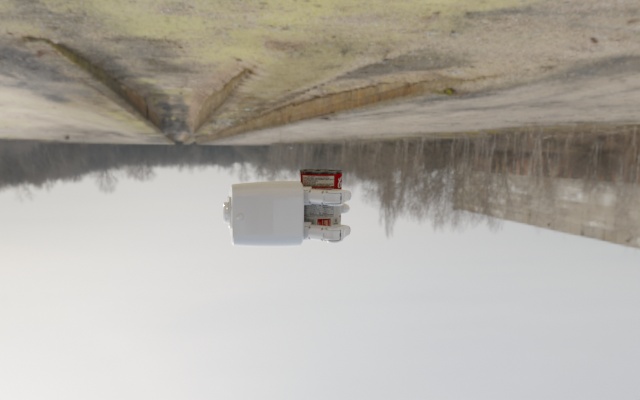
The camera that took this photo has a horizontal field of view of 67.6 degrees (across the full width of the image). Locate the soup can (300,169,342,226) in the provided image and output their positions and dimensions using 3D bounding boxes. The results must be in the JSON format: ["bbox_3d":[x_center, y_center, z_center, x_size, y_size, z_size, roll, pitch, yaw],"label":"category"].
[{"bbox_3d":[0.001,0.003,0.760,0.068,0.102,0.068,1,6,0],"label":"soup can"}]
